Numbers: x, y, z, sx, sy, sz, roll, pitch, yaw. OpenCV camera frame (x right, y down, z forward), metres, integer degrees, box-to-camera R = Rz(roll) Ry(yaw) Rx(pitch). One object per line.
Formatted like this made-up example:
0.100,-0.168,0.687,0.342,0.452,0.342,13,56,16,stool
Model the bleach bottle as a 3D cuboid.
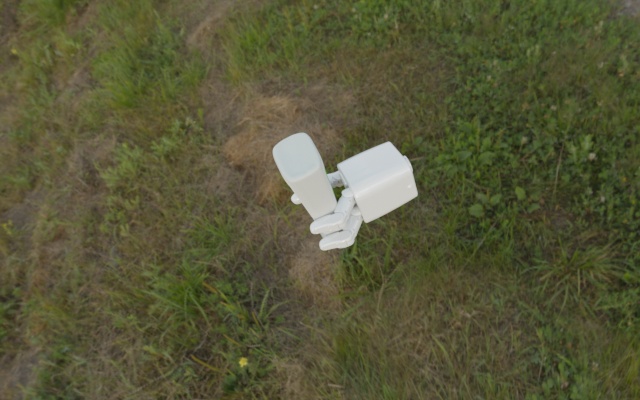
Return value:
0.000,0.003,0.835,0.068,0.102,0.251,-27,-40,1,bleach bottle
